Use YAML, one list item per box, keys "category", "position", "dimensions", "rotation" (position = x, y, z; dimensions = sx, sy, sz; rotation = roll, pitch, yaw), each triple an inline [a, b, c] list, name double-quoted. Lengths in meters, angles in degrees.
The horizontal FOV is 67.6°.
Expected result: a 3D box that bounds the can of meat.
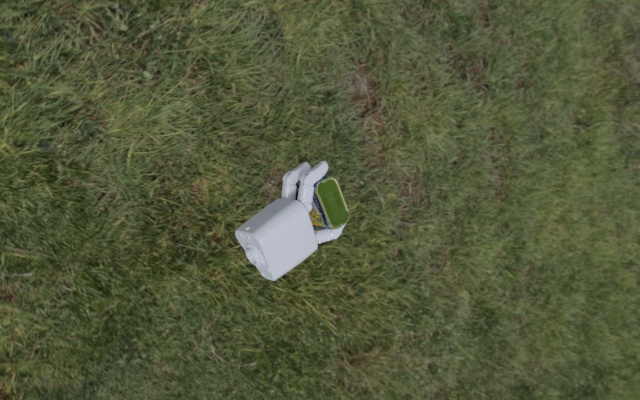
- category: "can of meat"
  position: [0.000, 0.003, 0.895]
  dimensions: [0.057, 0.102, 0.084]
  rotation: [-32, 20, -30]
